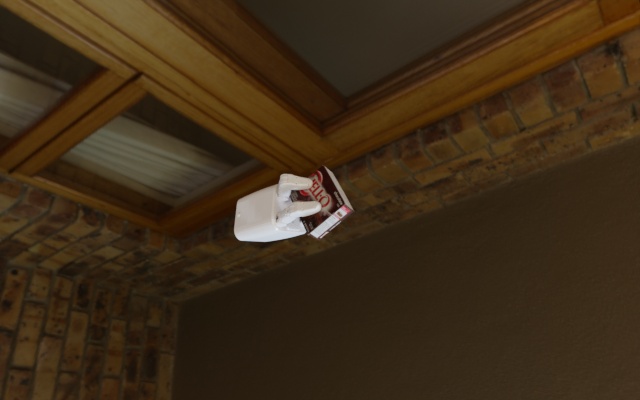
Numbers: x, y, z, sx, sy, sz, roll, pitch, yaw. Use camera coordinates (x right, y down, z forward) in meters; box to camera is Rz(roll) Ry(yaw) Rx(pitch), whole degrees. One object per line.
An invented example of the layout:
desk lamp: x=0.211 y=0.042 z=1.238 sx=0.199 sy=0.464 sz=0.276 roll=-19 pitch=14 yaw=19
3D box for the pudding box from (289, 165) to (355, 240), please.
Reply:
pudding box: x=0.000 y=0.003 z=0.879 sx=0.090 sy=0.113 sz=0.039 roll=-41 pitch=-40 yaw=14
